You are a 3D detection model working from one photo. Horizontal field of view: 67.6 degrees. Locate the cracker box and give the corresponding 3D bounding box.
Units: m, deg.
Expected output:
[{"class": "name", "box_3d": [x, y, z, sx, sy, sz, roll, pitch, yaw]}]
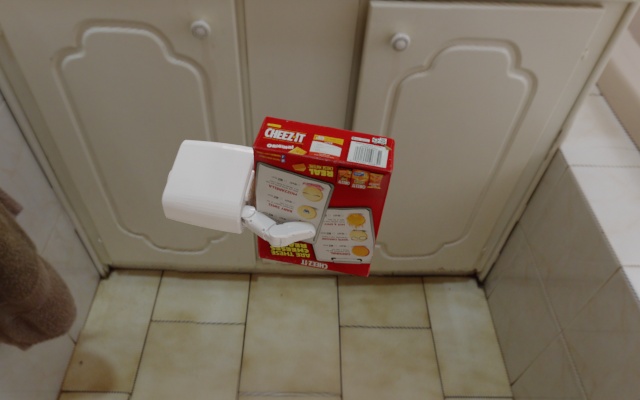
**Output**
[{"class": "cracker box", "box_3d": [0.000, 0.002, 0.634, 0.164, 0.072, 0.214, 10, -42, 5]}]
